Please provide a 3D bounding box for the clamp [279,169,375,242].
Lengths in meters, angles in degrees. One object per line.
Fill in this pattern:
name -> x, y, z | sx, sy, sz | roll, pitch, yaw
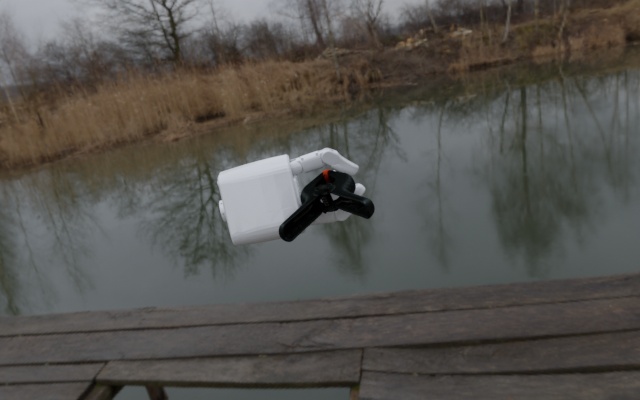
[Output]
clamp -> 0.000, 0.001, 0.639 | 0.120, 0.039, 0.171 | -15, 18, -1
